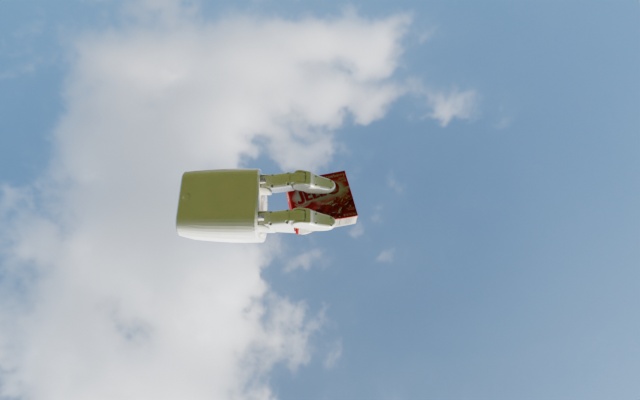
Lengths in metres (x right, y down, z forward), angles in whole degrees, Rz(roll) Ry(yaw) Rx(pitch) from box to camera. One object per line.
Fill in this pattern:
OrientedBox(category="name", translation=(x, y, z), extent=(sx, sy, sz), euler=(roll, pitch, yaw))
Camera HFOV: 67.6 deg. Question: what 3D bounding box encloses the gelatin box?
OrientedBox(category="gelatin box", translation=(0.000, 0.002, 0.665), extent=(0.089, 0.073, 0.030), euler=(-10, -25, -10))
